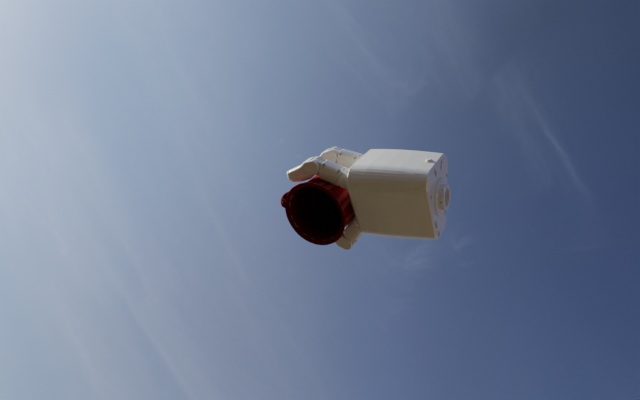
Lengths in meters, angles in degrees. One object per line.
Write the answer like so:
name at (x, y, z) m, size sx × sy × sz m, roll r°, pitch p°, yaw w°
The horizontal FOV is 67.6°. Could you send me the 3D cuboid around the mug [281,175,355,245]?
mug at (-0.001, 0.002, 0.677) m, size 0.117 × 0.093 × 0.081 m, roll 6°, pitch 26°, yaw 29°
